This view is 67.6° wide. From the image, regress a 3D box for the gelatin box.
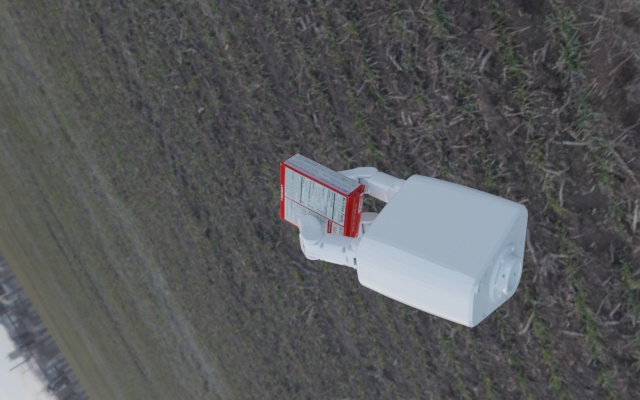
[{"bbox_3d":[0.000,0.002,0.489,0.089,0.073,0.030,27,44,27],"label":"gelatin box"}]
